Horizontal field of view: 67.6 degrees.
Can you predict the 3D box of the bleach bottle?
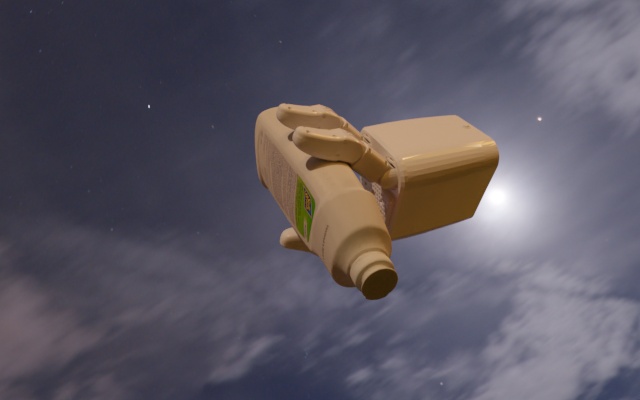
[{"bbox_3d":[0.000,0.001,0.434,0.068,0.103,0.250,-12,35,-15],"label":"bleach bottle"}]
